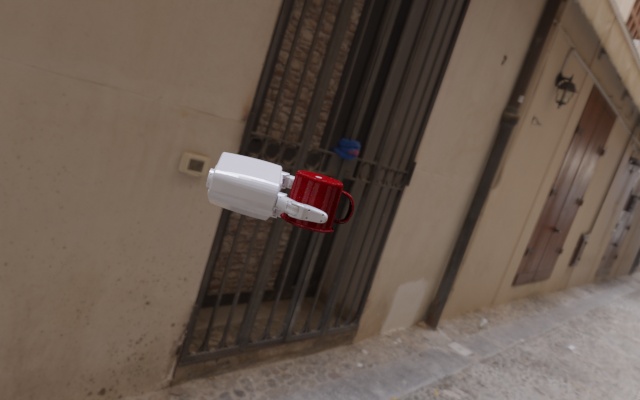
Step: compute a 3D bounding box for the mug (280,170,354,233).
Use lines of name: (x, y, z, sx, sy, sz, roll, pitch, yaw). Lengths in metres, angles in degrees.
mug: (0.002, 0.003, 0.789, 0.117, 0.081, 0.093, 15, 9, -11)
